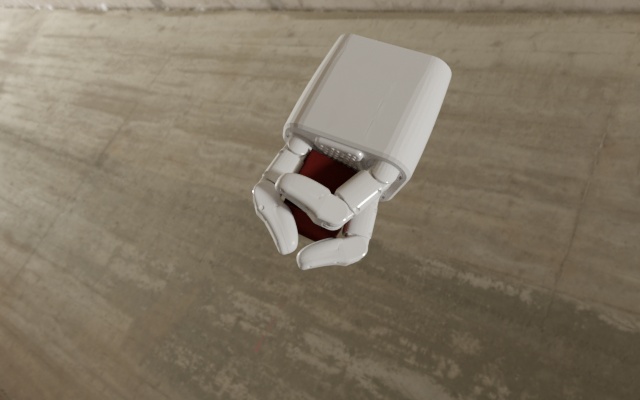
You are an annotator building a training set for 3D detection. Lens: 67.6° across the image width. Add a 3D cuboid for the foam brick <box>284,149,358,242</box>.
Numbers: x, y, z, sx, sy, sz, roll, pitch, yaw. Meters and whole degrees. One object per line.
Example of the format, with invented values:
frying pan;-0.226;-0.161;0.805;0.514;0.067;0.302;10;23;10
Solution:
foam brick;0.000;0.001;0.416;0.053;0.051;0.078;27;-18;0
